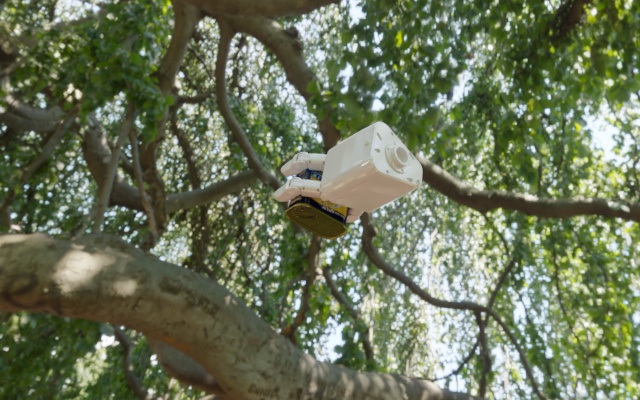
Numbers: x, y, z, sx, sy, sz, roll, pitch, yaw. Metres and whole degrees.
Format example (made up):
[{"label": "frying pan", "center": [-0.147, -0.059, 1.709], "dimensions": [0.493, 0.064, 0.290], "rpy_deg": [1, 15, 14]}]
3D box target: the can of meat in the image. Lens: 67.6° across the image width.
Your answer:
[{"label": "can of meat", "center": [0.000, 0.002, 0.778], "dimensions": [0.102, 0.084, 0.057], "rpy_deg": [30, -37, -24]}]
